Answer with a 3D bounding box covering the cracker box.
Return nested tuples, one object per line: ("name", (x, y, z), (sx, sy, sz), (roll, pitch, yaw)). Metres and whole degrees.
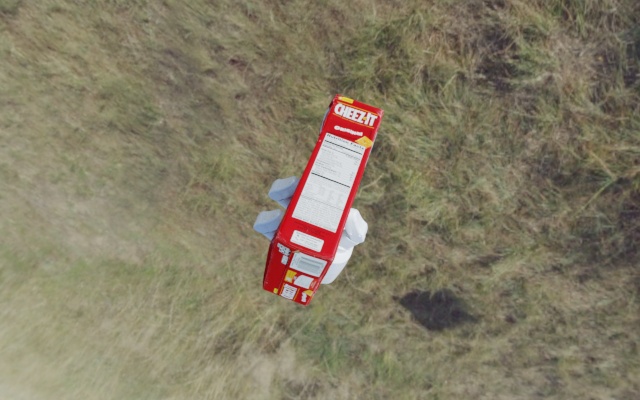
("cracker box", (0.000, 0.002, 0.594), (0.072, 0.213, 0.164), (21, -30, 0))
